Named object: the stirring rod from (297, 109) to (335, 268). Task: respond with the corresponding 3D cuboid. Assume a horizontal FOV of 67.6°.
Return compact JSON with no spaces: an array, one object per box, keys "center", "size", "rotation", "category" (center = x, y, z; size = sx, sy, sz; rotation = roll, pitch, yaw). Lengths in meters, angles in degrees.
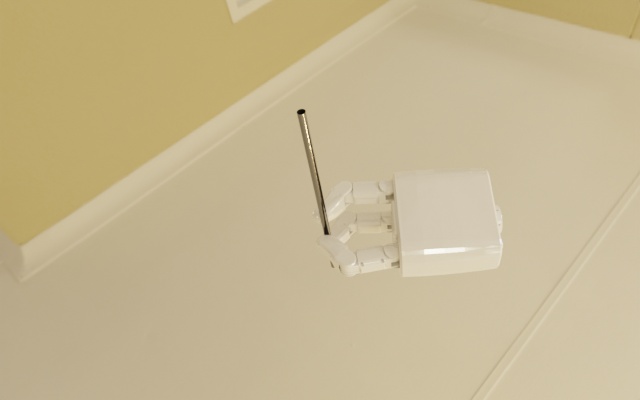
[{"center":[0.000,0.002,0.505],"size":[0.011,0.011,0.240],"rotation":[0,-41,11],"category":"stirring rod"}]
